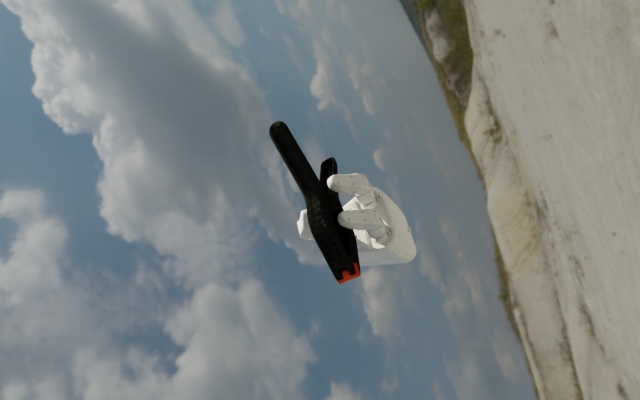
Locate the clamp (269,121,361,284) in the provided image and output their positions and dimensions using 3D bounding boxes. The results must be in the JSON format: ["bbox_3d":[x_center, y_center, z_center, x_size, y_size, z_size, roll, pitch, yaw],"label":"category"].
[{"bbox_3d":[0.000,0.003,0.615,0.036,0.210,0.165,-27,-30,20],"label":"clamp"}]
